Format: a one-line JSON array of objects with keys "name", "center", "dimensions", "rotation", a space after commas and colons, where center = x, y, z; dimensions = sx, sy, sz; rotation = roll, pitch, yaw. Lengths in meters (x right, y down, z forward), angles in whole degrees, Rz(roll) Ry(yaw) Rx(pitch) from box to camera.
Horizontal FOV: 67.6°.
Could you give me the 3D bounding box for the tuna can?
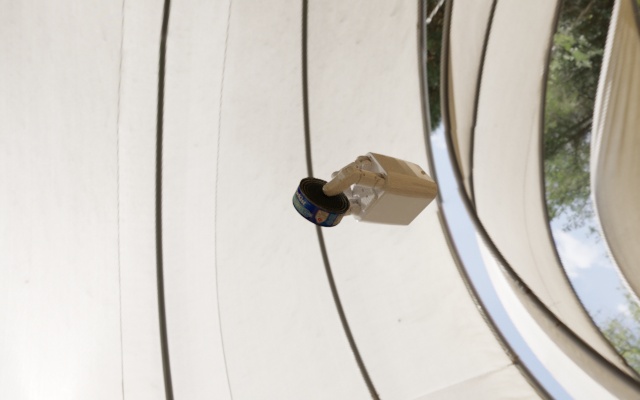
[{"name": "tuna can", "center": [0.000, 0.003, 0.736], "dimensions": [0.086, 0.034, 0.086], "rotation": [22, 29, -13]}]
